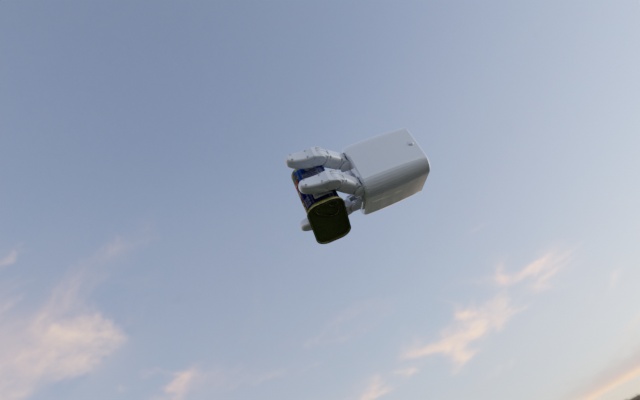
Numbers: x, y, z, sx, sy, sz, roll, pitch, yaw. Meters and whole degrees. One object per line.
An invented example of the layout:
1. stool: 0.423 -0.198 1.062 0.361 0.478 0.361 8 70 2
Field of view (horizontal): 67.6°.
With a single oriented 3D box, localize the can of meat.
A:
1. can of meat: 0.000 0.002 0.720 0.057 0.084 0.102 -23 -37 -3
